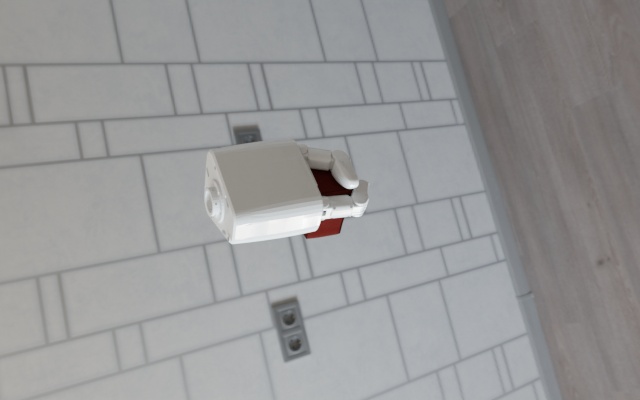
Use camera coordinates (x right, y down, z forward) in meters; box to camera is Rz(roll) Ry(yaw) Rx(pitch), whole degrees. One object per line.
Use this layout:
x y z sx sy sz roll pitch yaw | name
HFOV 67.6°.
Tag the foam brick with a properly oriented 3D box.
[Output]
0.000 0.002 0.608 0.051 0.078 0.053 -10 43 -28 | foam brick
